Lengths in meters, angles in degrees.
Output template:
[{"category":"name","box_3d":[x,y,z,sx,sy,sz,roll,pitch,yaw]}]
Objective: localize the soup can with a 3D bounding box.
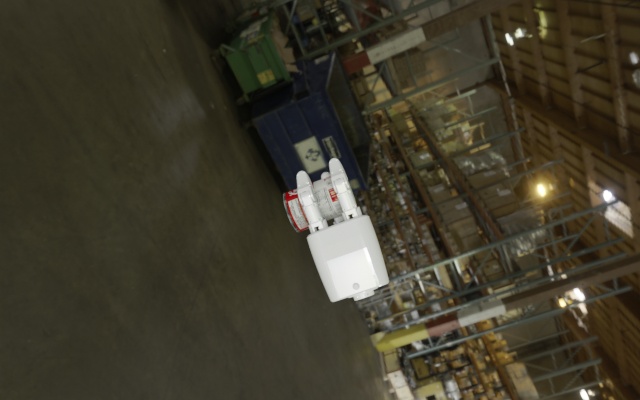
[{"category":"soup can","box_3d":[0.000,0.002,0.762,0.102,0.068,0.068,-20,-3,9]}]
